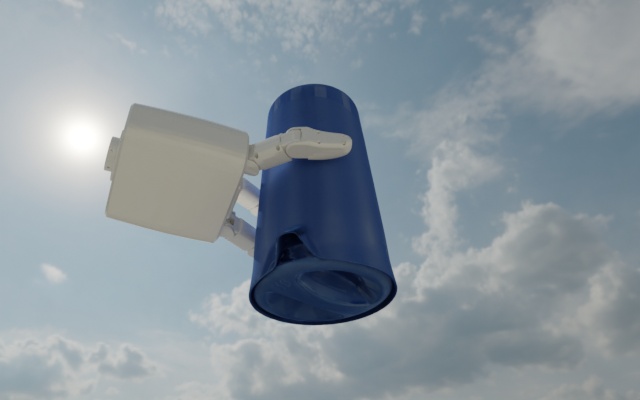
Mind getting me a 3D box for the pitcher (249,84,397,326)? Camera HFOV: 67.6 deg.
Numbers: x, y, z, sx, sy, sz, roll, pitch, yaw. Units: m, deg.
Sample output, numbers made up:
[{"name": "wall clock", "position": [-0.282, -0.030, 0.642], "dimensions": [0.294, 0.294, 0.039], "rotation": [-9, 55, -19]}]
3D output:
[{"name": "pitcher", "position": [0.000, 0.002, 0.504], "dimensions": [0.145, 0.242, 0.149], "rotation": [13, -39, -20]}]
